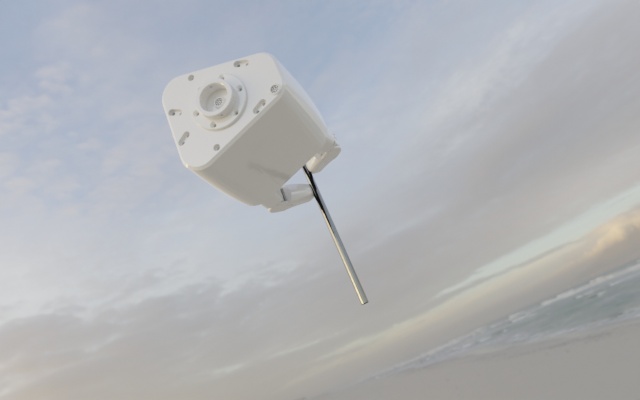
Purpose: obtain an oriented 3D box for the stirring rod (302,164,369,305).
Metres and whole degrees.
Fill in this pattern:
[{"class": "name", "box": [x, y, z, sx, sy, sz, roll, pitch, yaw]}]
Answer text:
[{"class": "stirring rod", "box": [0.000, 0.002, 0.528, 0.011, 0.239, 0.011, -21, -21, -8]}]
